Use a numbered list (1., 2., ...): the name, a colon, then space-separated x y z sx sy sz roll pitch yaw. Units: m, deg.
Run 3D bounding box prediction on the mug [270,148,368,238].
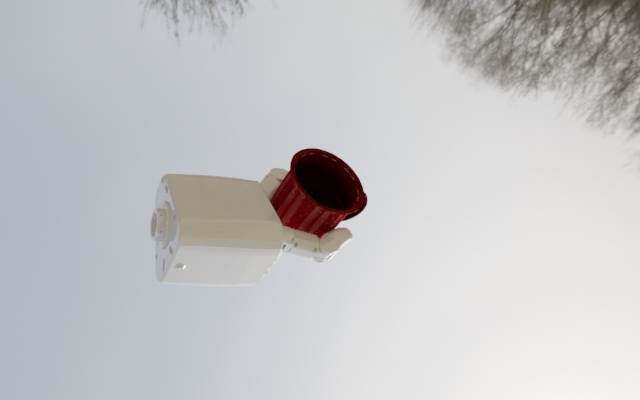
1. mug: 0.001 0.002 0.558 0.117 0.093 0.081 6 -40 -32
